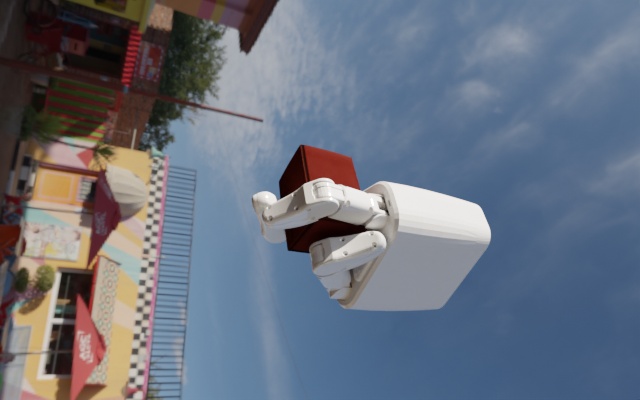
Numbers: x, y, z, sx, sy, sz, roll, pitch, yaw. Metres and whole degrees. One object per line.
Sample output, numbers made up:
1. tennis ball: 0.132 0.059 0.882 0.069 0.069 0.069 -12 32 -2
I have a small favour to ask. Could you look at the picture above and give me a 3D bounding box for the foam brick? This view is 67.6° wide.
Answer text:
1. foam brick: 0.000 0.001 0.410 0.051 0.078 0.053 9 -39 -26
